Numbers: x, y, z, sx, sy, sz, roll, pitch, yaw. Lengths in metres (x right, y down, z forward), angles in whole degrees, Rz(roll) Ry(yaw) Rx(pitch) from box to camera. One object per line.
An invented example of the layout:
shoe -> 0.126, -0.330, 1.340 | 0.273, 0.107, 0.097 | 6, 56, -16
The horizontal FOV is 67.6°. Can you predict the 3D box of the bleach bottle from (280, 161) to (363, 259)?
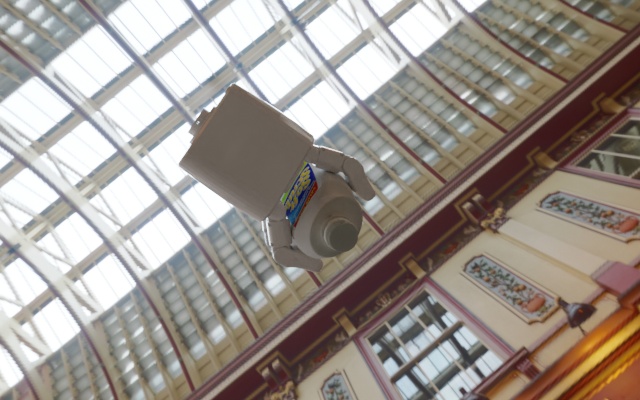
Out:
bleach bottle -> 0.000, 0.002, 0.560 | 0.068, 0.102, 0.250 | 35, 3, -17
